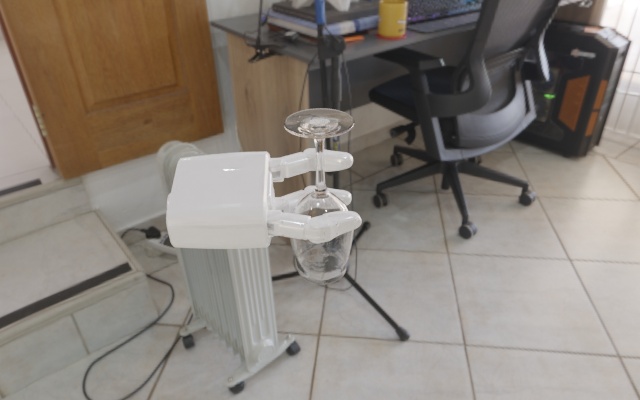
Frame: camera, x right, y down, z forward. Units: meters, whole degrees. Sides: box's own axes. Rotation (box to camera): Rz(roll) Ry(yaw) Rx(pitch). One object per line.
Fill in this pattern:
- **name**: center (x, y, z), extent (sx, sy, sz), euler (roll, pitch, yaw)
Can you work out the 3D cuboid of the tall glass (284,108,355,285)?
- **tall glass**: center (0.000, 0.001, 0.552), extent (0.079, 0.201, 0.079), euler (-1, 32, 1)
